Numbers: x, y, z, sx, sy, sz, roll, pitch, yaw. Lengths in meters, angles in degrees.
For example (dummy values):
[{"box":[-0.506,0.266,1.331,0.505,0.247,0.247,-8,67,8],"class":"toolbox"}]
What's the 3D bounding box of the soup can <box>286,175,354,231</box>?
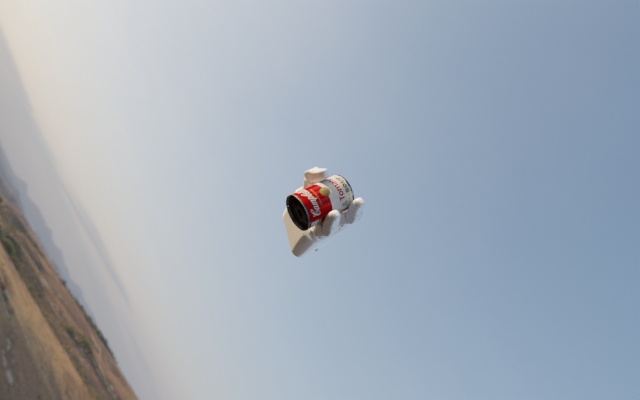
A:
[{"box":[0.000,0.002,0.840,0.102,0.068,0.068,-25,12,-29],"class":"soup can"}]
